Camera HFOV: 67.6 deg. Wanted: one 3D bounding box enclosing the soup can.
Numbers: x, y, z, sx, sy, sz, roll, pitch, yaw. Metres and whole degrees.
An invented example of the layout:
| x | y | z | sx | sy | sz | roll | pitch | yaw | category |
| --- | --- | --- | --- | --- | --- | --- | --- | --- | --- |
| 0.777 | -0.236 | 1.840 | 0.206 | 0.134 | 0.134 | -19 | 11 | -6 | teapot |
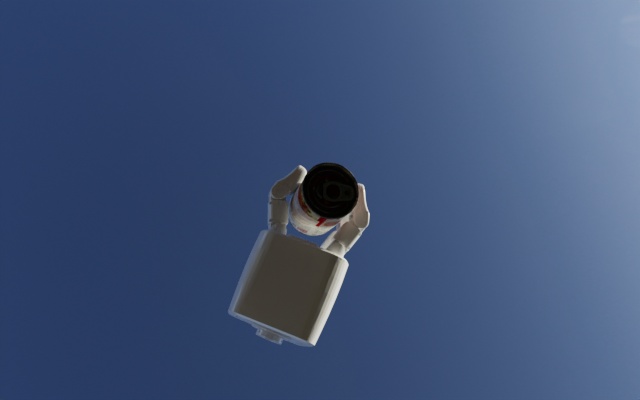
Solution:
| x | y | z | sx | sy | sz | roll | pitch | yaw | category |
| --- | --- | --- | --- | --- | --- | --- | --- | --- | --- |
| 0.000 | 0.002 | 0.591 | 0.068 | 0.068 | 0.102 | 0 | -16 | -14 | soup can |
